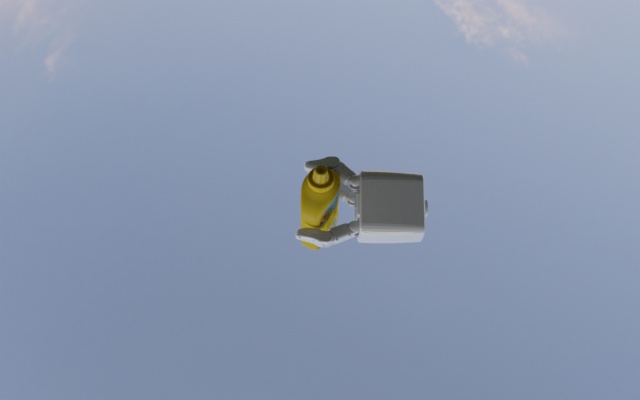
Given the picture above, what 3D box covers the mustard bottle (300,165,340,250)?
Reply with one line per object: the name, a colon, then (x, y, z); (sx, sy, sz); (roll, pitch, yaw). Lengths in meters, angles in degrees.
mustard bottle: (0.000, 0.003, 0.787); (0.058, 0.096, 0.192); (23, -27, 11)
